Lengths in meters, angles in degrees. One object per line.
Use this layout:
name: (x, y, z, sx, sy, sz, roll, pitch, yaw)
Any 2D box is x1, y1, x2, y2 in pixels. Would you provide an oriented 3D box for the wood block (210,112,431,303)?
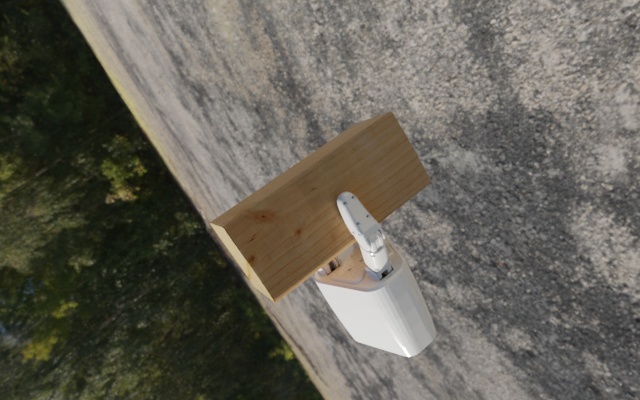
wood block: (0.000, 0.002, 0.504, 0.206, 0.090, 0.091, -36, 13, -17)
